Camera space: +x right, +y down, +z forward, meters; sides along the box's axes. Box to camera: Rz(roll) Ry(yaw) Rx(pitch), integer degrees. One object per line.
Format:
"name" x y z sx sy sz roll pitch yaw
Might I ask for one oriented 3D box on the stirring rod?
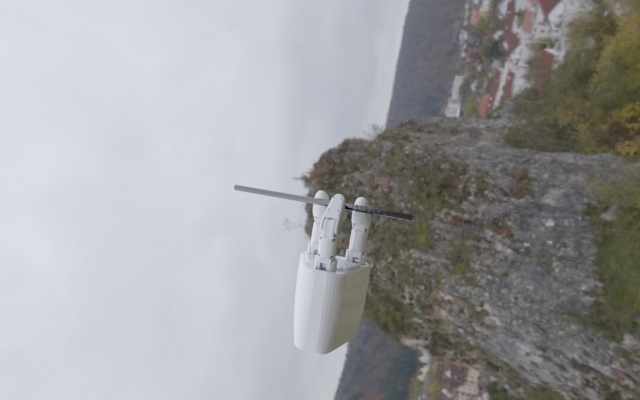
"stirring rod" 0.000 0.002 0.623 0.239 0.011 0.011 10 2 12
